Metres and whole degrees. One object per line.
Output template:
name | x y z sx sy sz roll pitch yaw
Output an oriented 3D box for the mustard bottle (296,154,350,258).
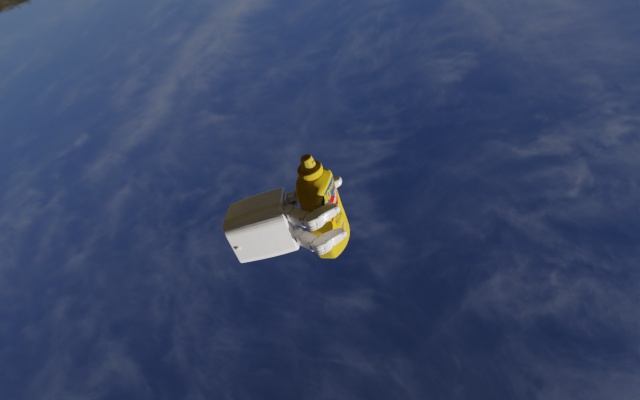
mustard bottle | 0.001 0.003 0.813 0.058 0.192 0.096 0 42 23
